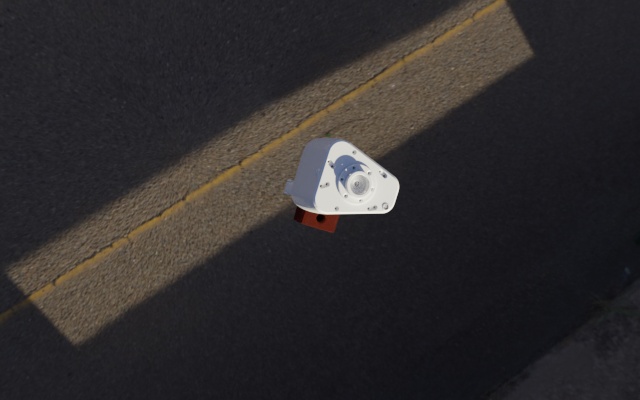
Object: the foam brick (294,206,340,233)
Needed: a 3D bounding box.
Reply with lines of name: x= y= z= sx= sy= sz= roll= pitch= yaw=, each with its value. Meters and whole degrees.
foam brick: x=0.000 y=0.003 z=0.701 sx=0.053 sy=0.078 sz=0.051 roll=17 pitch=1 yaw=-17
